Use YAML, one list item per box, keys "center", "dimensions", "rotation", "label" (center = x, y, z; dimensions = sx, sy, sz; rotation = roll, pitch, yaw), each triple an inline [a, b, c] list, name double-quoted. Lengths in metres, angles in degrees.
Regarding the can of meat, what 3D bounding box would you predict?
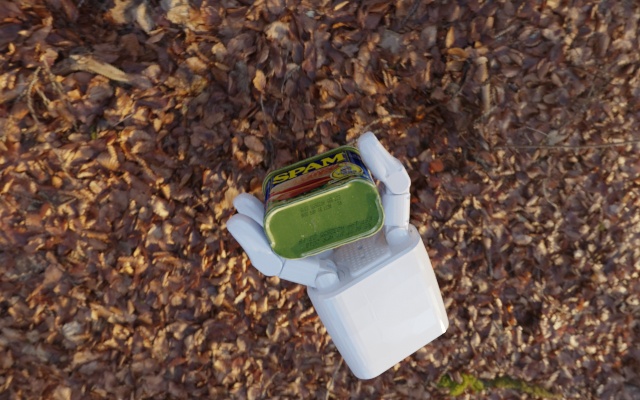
- center: [0.000, 0.001, 0.415]
  dimensions: [0.102, 0.057, 0.084]
  rotation: [-19, 23, 4]
  label: "can of meat"
